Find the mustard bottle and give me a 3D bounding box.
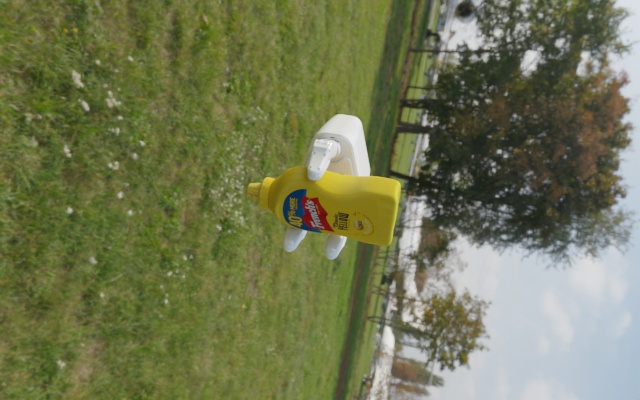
[{"bbox_3d":[0.000,0.002,0.602,0.191,0.058,0.096,10,-39,10],"label":"mustard bottle"}]
